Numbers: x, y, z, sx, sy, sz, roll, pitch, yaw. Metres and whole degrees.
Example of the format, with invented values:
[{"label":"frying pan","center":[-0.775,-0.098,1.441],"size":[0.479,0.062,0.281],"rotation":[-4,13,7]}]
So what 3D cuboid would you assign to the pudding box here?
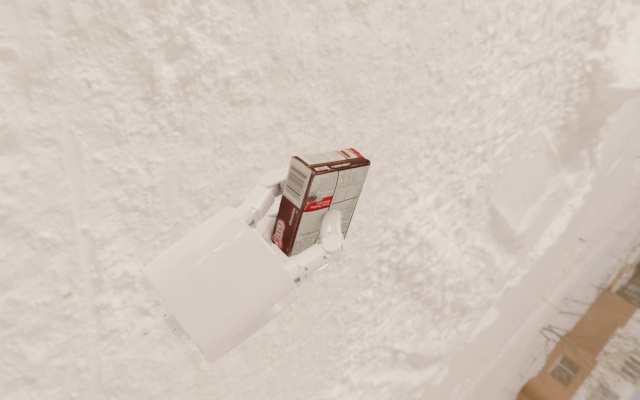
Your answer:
[{"label":"pudding box","center":[0.000,0.002,0.532],"size":[0.090,0.113,0.039],"rotation":[-14,43,-42]}]
